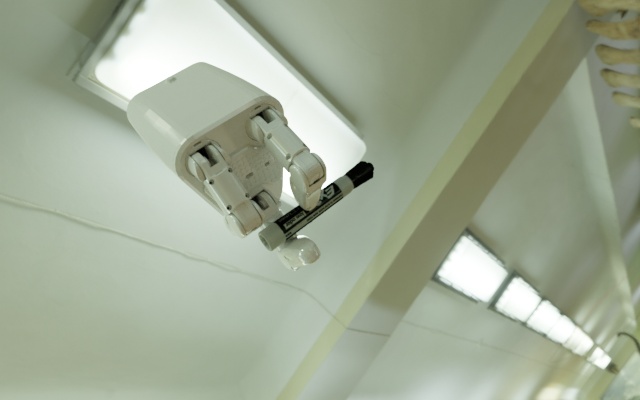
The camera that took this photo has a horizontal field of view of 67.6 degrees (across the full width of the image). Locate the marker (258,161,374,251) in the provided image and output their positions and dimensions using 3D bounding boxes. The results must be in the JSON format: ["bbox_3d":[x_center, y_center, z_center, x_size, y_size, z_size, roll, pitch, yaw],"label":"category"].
[{"bbox_3d":[0.000,0.001,0.409,0.121,0.020,0.020,-36,15,-22],"label":"marker"}]
